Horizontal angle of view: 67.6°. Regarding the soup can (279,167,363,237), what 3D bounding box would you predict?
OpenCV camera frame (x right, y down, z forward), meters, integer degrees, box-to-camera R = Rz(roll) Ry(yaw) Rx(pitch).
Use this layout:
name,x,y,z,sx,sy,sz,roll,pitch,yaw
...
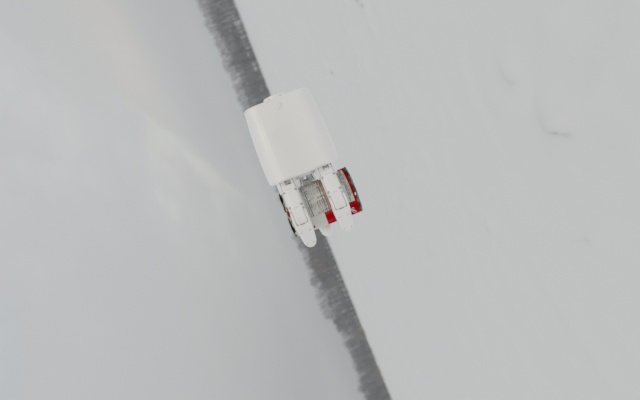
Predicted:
name,x,y,z,sx,sy,sz,roll,pitch,yaw
soup can,0.000,0.003,0.673,0.102,0.068,0.068,-22,0,-1
